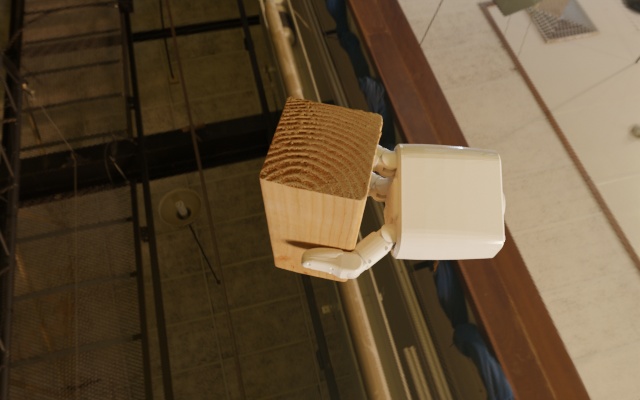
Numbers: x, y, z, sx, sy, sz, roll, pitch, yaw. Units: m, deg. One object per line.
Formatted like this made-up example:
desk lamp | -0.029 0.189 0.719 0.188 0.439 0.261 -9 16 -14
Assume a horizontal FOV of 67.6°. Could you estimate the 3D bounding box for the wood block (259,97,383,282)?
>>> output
wood block | 0.000 0.002 0.491 0.090 0.090 0.206 12 -28 5
